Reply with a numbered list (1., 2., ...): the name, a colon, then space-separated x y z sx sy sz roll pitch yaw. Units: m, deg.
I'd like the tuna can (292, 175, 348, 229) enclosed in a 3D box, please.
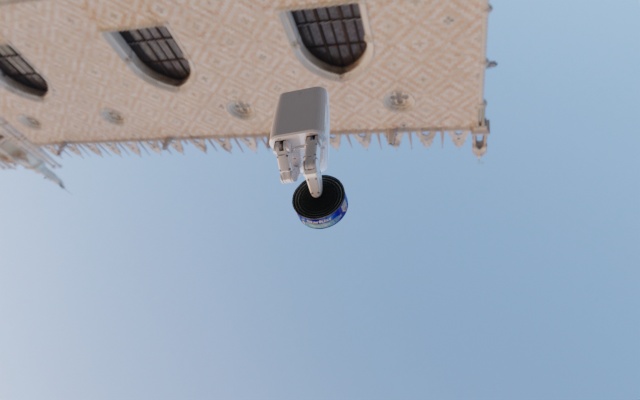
1. tuna can: 0.000 0.003 0.761 0.086 0.086 0.034 0 -36 18
